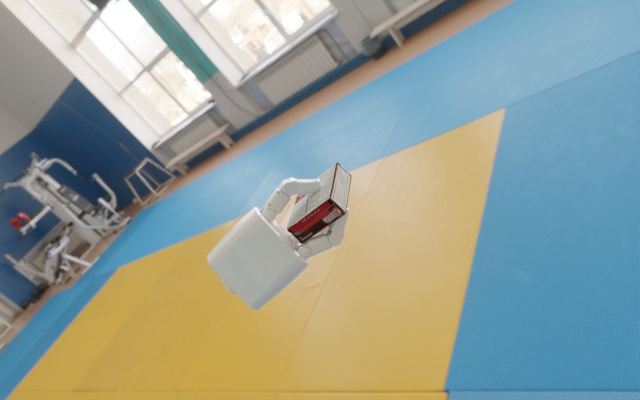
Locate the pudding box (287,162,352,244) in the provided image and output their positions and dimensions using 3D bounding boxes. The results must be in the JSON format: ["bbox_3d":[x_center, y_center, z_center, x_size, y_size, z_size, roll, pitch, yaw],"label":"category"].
[{"bbox_3d":[0.000,0.002,0.725,0.090,0.039,0.113,-35,23,26],"label":"pudding box"}]
